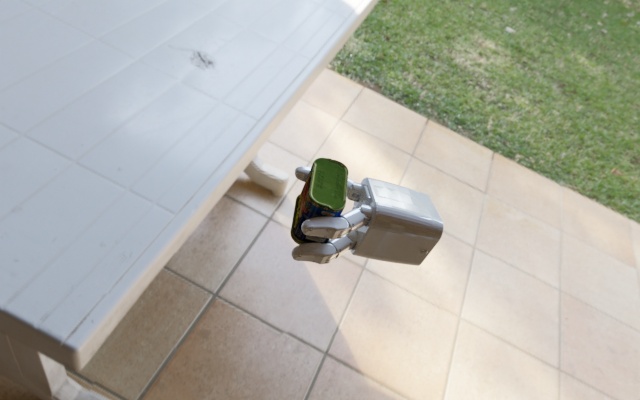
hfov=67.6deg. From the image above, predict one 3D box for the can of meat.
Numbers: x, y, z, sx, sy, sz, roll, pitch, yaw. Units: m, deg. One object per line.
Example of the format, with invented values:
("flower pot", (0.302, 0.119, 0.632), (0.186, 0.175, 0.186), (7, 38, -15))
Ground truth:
("can of meat", (0.000, 0.002, 0.663), (0.057, 0.102, 0.084), (16, -46, -9))
